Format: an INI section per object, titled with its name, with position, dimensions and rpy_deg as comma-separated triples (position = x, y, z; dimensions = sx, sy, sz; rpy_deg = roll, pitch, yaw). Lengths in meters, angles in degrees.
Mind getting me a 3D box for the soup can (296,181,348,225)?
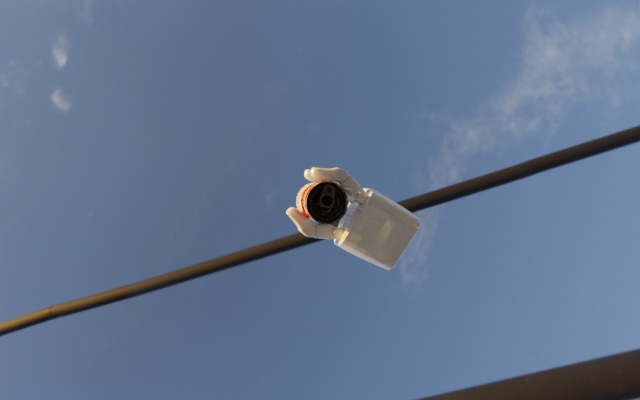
[soup can]
position = 0.000, 0.002, 0.795
dimensions = 0.068, 0.068, 0.102
rpy_deg = 0, 1, -12
